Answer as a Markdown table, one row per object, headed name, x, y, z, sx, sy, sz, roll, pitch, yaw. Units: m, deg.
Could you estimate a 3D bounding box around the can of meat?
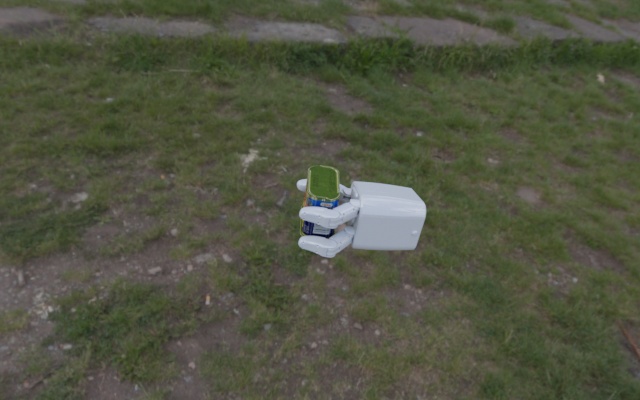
| name | x | y | z | sx | sy | sz | roll | pitch | yaw |
| --- | --- | --- | --- | --- | --- | --- | --- | --- | --- |
| can of meat | 0.000 | 0.002 | 0.775 | 0.057 | 0.084 | 0.102 | 6 | 35 | -4 |
